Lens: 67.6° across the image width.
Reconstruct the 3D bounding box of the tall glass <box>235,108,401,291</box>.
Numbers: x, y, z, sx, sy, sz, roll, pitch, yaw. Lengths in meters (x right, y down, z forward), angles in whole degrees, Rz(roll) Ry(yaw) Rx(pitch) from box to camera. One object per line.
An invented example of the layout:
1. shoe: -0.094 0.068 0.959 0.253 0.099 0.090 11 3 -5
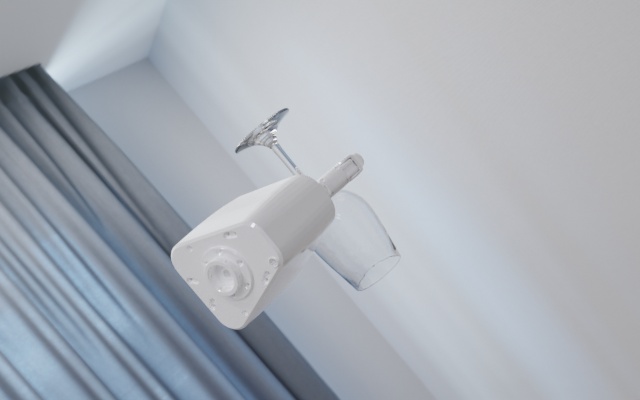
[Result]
1. tall glass: 0.000 0.001 0.516 0.079 0.201 0.079 -40 2 2
